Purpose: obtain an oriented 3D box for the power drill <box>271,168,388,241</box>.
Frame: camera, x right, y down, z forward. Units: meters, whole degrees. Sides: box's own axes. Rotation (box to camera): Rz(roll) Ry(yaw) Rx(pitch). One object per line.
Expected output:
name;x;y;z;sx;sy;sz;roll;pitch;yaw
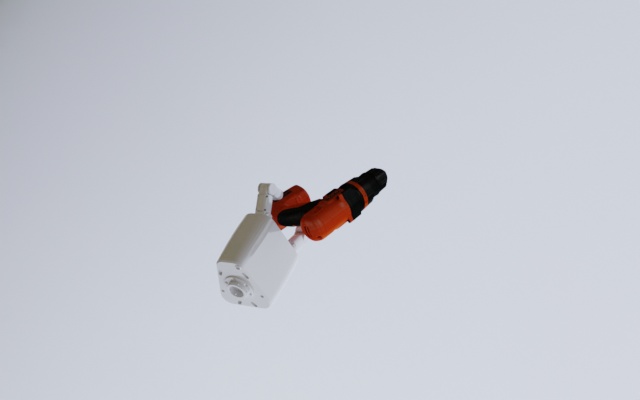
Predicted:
power drill;0.000;0.003;0.796;0.184;0.057;0.187;-34;17;-35
